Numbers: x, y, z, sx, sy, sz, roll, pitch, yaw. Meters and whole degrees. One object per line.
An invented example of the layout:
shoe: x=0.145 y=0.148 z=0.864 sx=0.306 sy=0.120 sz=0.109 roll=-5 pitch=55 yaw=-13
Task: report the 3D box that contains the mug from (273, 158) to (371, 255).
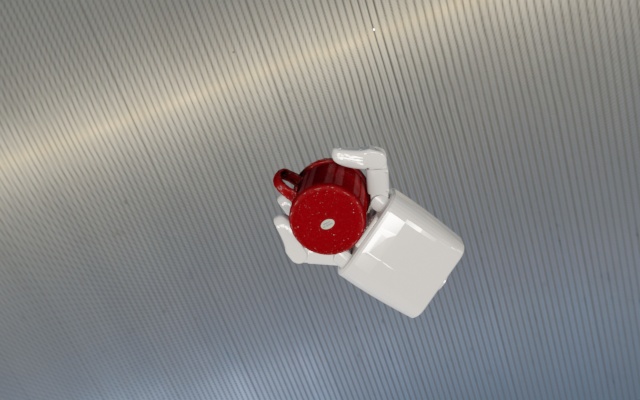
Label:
mug: x=-0.001 y=0.001 z=0.528 sx=0.117 sy=0.093 sz=0.081 roll=33 pitch=20 yaw=-7
